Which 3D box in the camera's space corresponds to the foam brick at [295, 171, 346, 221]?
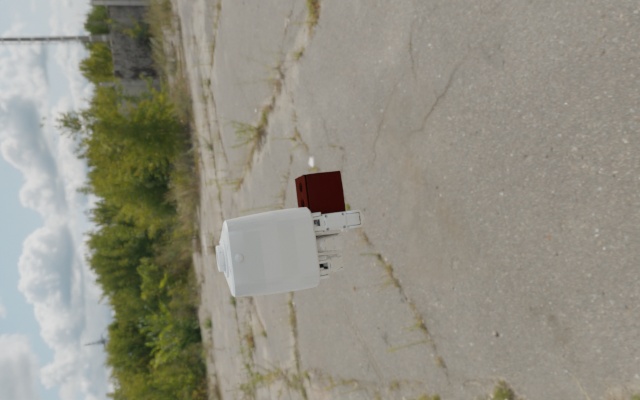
[{"bbox_3d":[0.000,0.002,0.637,0.051,0.078,0.053,-7,-2,-16],"label":"foam brick"}]
